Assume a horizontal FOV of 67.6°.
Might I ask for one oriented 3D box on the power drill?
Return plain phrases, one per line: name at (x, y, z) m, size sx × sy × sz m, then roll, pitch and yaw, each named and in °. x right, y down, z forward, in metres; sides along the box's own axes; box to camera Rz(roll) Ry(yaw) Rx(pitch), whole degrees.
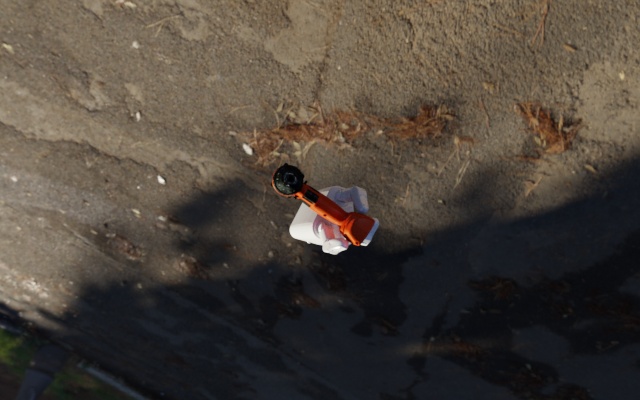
power drill at (0.000, 0.003, 0.819) m, size 0.187 × 0.057 × 0.184 m, roll 36°, pitch -1°, yaw -6°
